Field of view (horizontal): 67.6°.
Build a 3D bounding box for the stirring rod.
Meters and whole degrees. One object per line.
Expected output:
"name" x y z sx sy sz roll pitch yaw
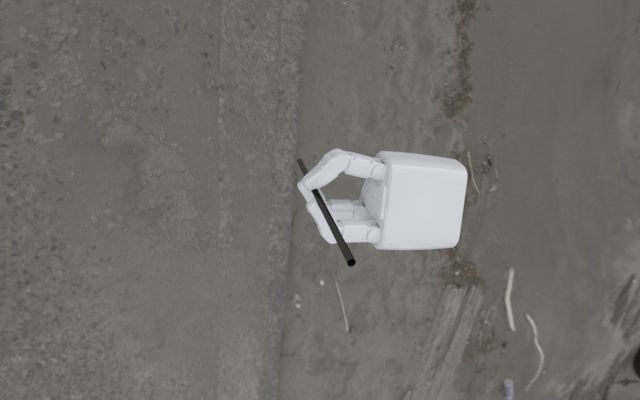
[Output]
"stirring rod" 0.000 0.002 0.530 0.011 0.011 0.239 0 27 -15
